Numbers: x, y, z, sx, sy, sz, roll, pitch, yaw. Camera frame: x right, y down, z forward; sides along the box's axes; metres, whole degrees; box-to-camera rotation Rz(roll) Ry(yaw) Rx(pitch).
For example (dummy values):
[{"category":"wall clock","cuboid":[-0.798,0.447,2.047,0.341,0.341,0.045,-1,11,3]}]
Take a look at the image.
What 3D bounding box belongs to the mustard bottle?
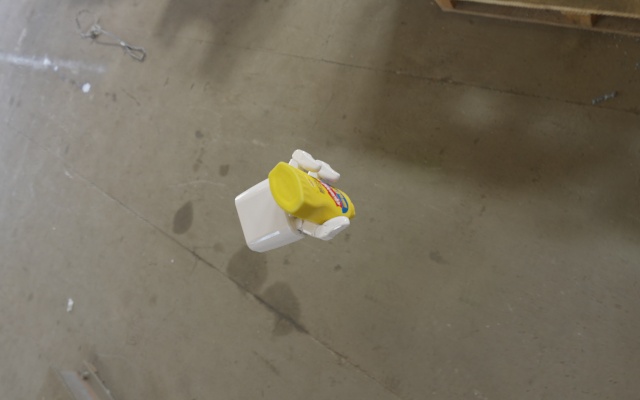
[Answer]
[{"category":"mustard bottle","cuboid":[0.000,0.002,0.807,0.192,0.058,0.096,23,26,-50]}]
